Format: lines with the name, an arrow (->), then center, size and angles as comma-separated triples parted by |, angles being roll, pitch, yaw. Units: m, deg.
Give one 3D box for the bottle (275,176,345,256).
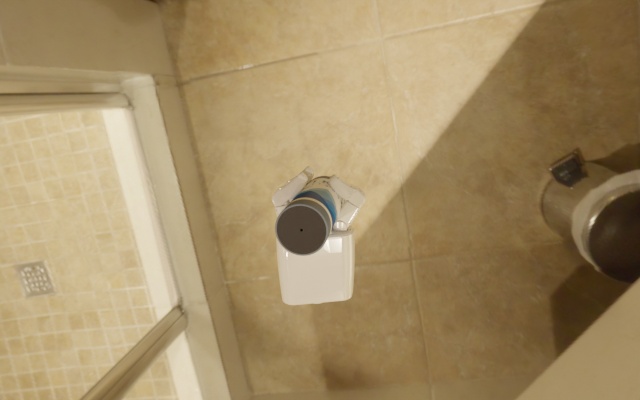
bottle -> 0.000, 0.002, 0.720 | 0.069, 0.069, 0.295 | 0, 13, 9
